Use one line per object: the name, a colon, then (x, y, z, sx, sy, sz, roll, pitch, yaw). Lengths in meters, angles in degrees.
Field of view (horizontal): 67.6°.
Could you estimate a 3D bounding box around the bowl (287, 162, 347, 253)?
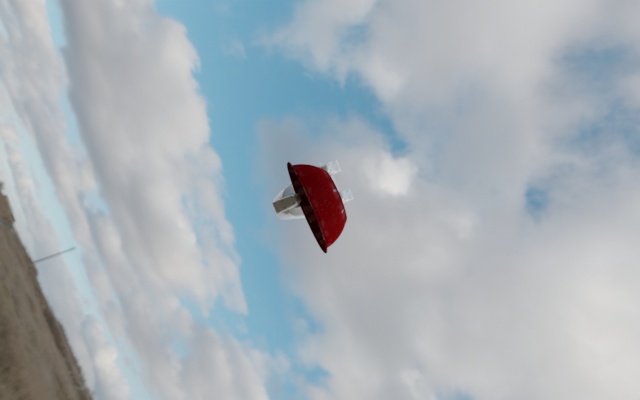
bowl: (0.001, 0.003, 0.783, 0.055, 0.162, 0.162, -23, 3, -7)
